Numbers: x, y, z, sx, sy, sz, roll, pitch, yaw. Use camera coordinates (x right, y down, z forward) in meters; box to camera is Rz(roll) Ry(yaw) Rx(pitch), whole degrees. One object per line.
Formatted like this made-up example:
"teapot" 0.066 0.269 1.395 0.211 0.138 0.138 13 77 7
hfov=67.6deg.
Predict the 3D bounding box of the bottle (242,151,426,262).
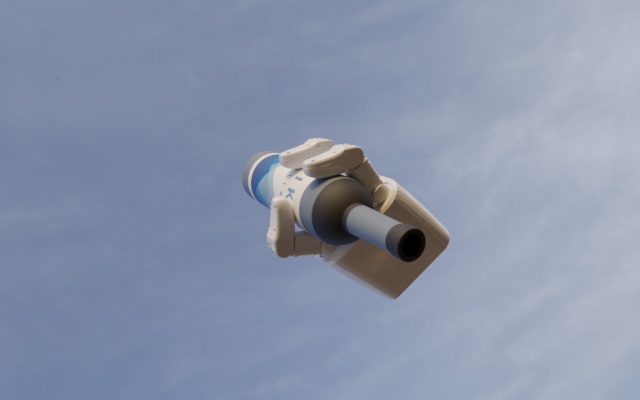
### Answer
"bottle" 0.000 0.002 0.485 0.069 0.069 0.295 0 13 -29
